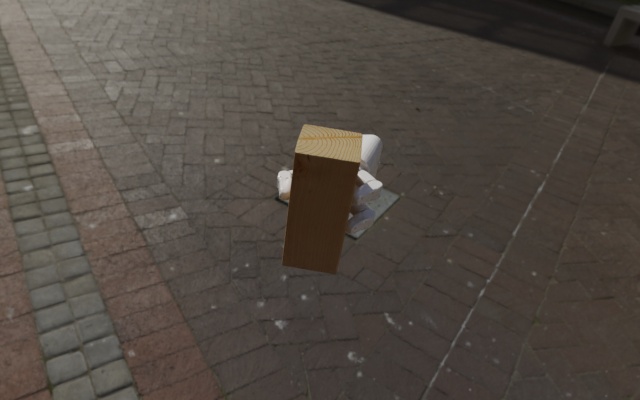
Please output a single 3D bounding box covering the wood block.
[{"bbox_3d":[0.000,0.002,0.724,0.091,0.206,0.090,10,35,1],"label":"wood block"}]
